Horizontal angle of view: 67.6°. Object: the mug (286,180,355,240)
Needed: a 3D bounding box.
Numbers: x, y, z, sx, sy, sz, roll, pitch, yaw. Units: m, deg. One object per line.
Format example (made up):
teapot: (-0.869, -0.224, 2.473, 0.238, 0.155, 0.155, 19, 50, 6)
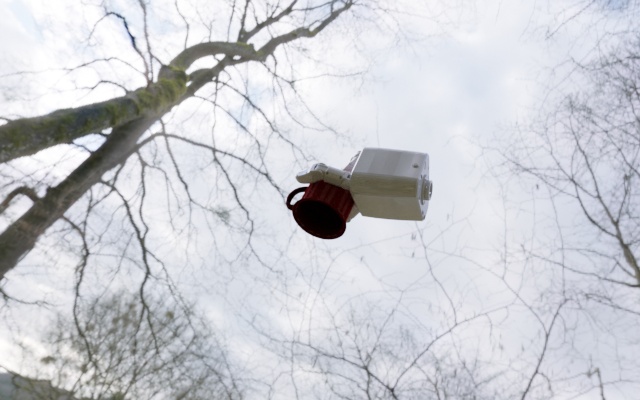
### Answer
mug: (-0.001, 0.002, 0.791, 0.117, 0.093, 0.081, 7, 45, 22)
